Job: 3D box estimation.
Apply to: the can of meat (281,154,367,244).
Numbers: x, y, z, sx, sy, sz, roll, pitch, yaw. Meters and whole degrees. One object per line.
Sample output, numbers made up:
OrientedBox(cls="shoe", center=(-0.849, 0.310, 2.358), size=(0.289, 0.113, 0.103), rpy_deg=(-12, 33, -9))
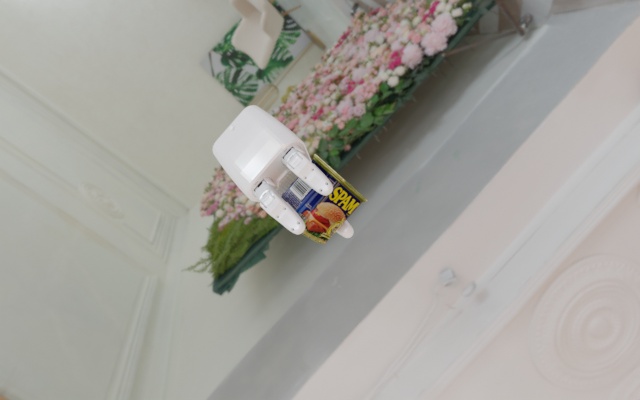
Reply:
OrientedBox(cls="can of meat", center=(0.000, 0.002, 0.604), size=(0.057, 0.084, 0.102), rpy_deg=(44, 5, 32))
